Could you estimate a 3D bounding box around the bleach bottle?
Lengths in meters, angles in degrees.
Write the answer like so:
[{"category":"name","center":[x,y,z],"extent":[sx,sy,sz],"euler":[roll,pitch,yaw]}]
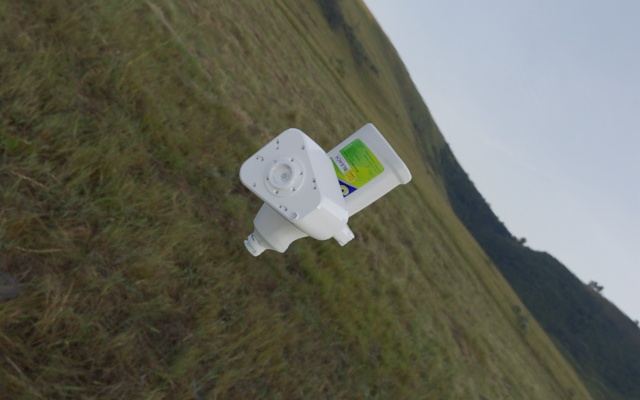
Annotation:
[{"category":"bleach bottle","center":[0.000,0.002,0.690],"extent":[0.251,0.102,0.068],"euler":[-37,-23,6]}]
